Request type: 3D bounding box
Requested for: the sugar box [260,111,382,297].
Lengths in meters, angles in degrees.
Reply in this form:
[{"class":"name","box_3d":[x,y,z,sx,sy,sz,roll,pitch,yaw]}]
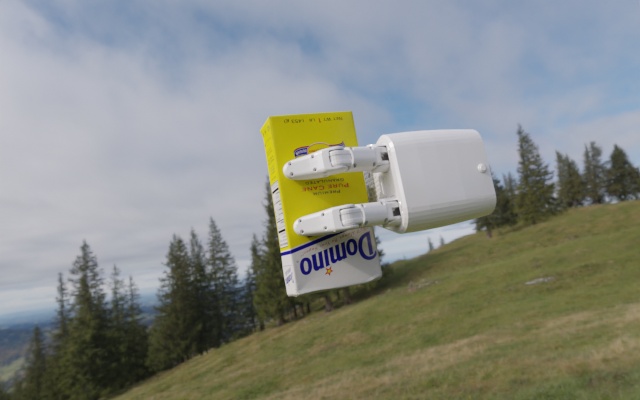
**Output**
[{"class":"sugar box","box_3d":[0.000,0.001,0.483,0.093,0.176,0.048,-8,-10,-19]}]
